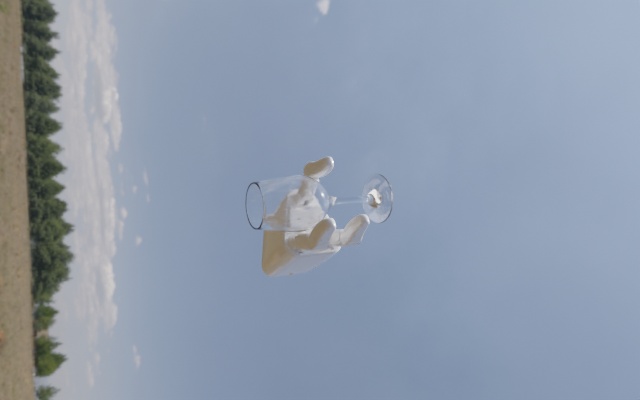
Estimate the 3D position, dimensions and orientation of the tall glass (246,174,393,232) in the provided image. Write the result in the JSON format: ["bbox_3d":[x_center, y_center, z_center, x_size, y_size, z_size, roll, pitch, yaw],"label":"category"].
[{"bbox_3d":[0.001,0.002,0.666,0.201,0.079,0.079,-3,2,-31],"label":"tall glass"}]
